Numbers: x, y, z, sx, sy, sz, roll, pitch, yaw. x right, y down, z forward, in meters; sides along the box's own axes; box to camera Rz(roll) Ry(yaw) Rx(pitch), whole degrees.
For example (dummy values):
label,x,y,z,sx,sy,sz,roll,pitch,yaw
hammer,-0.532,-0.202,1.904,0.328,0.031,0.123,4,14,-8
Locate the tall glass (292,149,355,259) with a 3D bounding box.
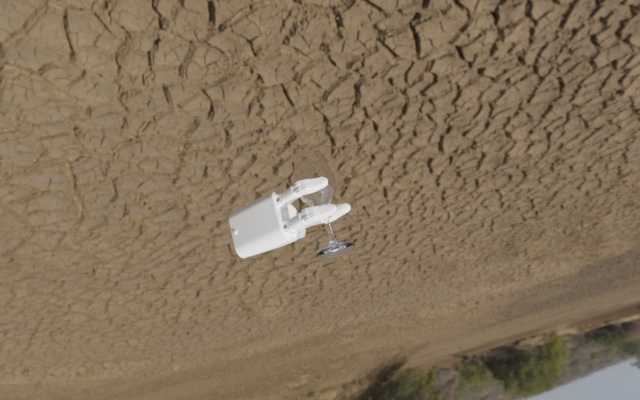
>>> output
label,x,y,z,sx,sy,sz,roll,pitch,yaw
tall glass,0.000,0.003,0.895,0.079,0.201,0.079,-14,-22,-6
